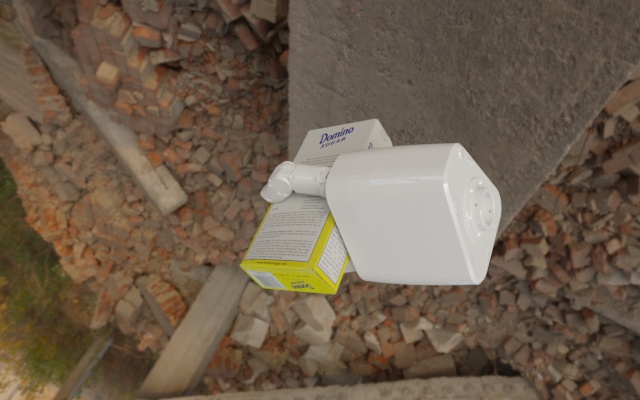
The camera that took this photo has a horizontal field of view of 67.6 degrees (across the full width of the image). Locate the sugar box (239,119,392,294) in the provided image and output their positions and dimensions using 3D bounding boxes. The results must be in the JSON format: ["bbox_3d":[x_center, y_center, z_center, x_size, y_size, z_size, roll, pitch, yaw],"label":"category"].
[{"bbox_3d":[0.000,0.002,0.463,0.093,0.176,0.048,-3,-42,39],"label":"sugar box"}]
